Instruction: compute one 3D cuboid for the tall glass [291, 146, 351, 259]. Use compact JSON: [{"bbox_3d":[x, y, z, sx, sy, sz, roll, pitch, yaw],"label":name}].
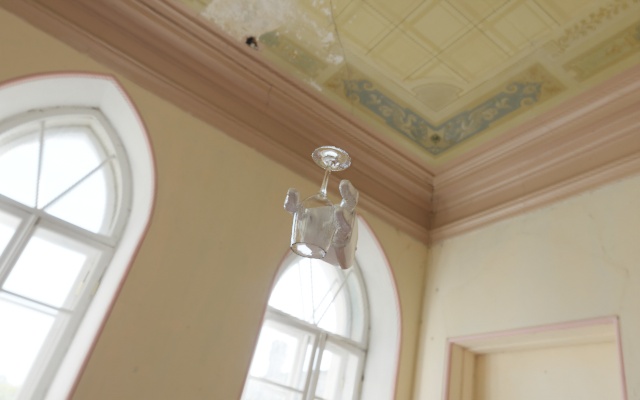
[{"bbox_3d":[0.000,0.002,0.858,0.079,0.201,0.079,10,-31,6],"label":"tall glass"}]
